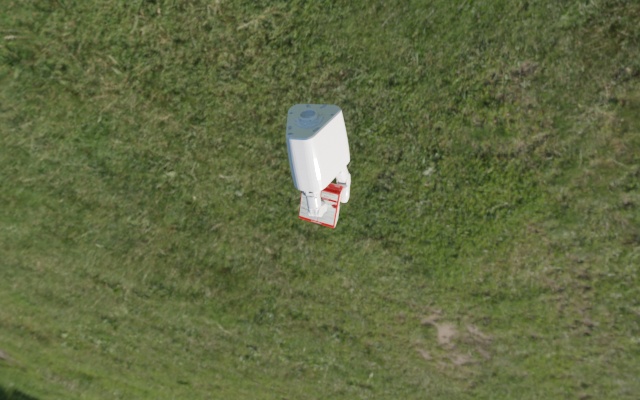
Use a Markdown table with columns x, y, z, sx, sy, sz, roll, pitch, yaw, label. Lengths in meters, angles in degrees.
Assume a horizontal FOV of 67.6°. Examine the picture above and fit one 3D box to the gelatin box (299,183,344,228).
| x | y | z | sx | sy | sz | roll | pitch | yaw | label |
| --- | --- | --- | --- | --- | --- | --- | --- | --- | --- |
| 0.000 | 0.003 | 0.898 | 0.073 | 0.089 | 0.030 | 15 | 41 | 9 | gelatin box |
